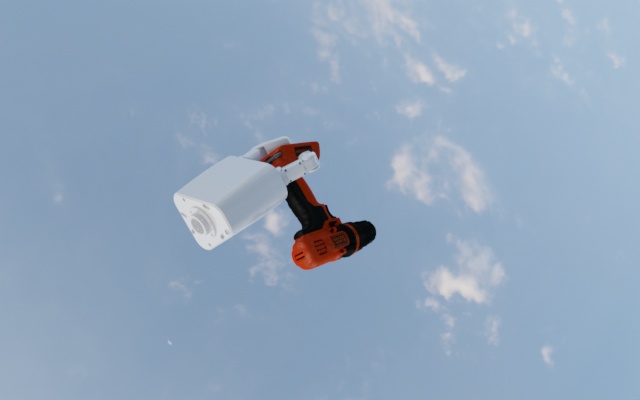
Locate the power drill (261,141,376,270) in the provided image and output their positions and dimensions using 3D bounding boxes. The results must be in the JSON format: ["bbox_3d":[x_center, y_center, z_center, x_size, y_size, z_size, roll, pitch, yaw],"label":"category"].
[{"bbox_3d":[0.000,0.002,0.733,0.057,0.187,0.184,-33,-12,36],"label":"power drill"}]
